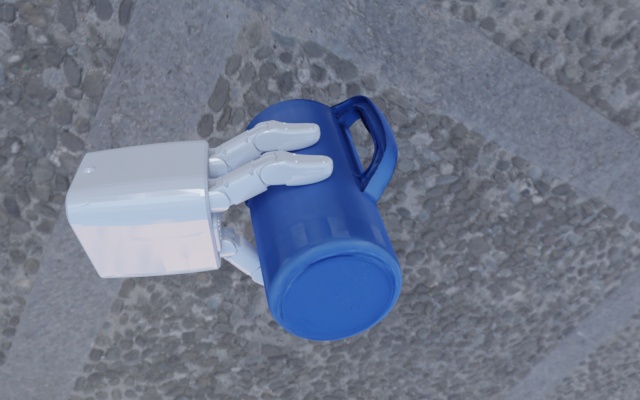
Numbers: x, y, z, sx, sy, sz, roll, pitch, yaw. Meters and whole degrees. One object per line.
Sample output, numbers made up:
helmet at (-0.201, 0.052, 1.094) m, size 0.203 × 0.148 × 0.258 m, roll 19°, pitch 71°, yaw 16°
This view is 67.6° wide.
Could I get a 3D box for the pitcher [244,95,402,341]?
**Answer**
pitcher at (0.000, 0.002, 0.458) m, size 0.145 × 0.149 × 0.242 m, roll -3°, pitch 35°, yaw -11°
